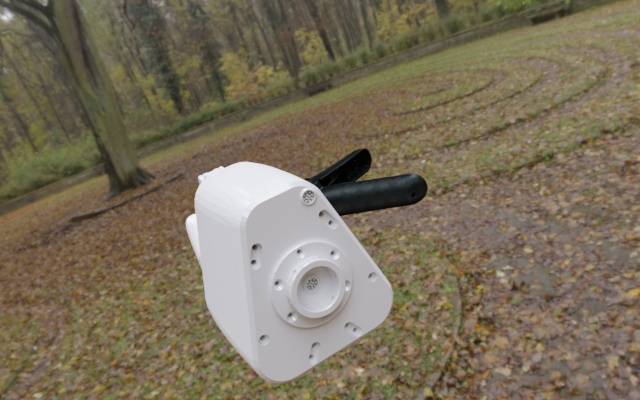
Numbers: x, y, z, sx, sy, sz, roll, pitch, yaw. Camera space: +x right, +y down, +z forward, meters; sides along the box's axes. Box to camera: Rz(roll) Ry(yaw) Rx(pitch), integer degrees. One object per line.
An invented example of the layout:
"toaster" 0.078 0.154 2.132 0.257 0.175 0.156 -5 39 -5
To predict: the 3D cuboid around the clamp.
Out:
"clamp" 0.000 0.001 0.401 0.171 0.039 0.120 -27 19 -19
